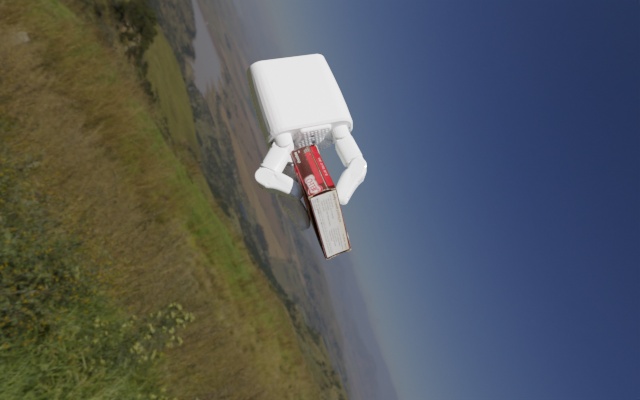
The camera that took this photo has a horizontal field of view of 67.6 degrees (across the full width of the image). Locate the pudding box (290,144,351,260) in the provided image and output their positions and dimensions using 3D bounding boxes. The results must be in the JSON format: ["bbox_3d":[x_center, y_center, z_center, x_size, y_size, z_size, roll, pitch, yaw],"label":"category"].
[{"bbox_3d":[0.000,0.002,0.582,0.039,0.114,0.090,-20,44,-2],"label":"pudding box"}]
